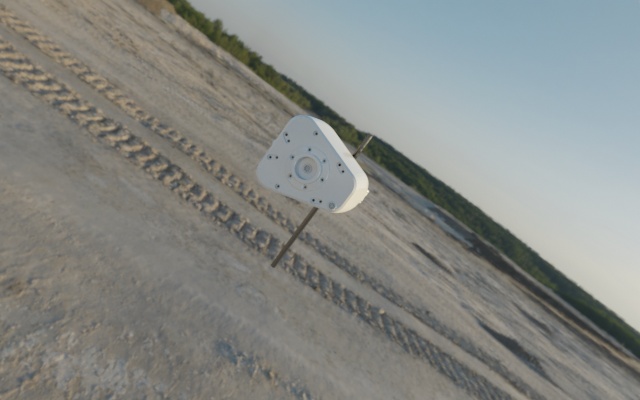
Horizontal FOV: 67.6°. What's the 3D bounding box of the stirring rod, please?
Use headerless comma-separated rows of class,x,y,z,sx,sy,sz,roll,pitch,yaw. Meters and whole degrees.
stirring rod,0.000,0.002,0.692,0.011,0.239,0.011,36,8,-6
